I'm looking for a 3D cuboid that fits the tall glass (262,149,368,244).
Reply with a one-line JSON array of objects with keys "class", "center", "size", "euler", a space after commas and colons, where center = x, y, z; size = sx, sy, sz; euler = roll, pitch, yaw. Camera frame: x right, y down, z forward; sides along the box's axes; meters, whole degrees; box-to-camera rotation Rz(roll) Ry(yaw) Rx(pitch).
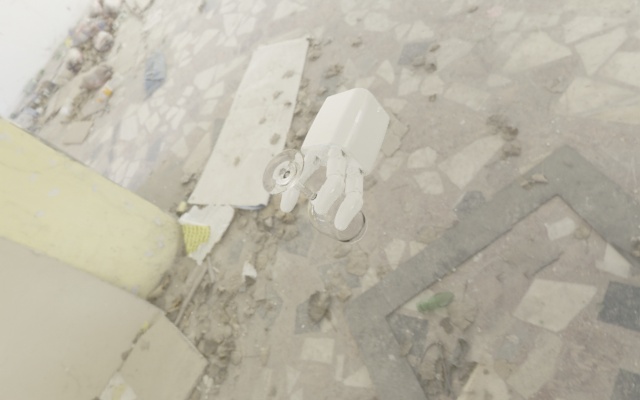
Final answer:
[{"class": "tall glass", "center": [0.000, 0.002, 0.748], "size": [0.079, 0.079, 0.201], "euler": [0, -27, 37]}]
